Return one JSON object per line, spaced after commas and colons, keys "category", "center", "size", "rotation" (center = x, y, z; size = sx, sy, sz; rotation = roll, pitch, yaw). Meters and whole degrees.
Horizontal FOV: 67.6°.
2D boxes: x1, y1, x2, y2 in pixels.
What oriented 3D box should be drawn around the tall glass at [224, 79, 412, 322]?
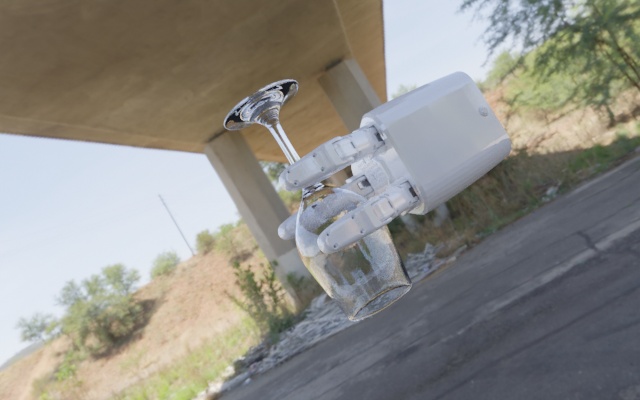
{"category": "tall glass", "center": [0.000, 0.001, 0.410], "size": [0.079, 0.201, 0.079], "rotation": [-31, -4, -2]}
